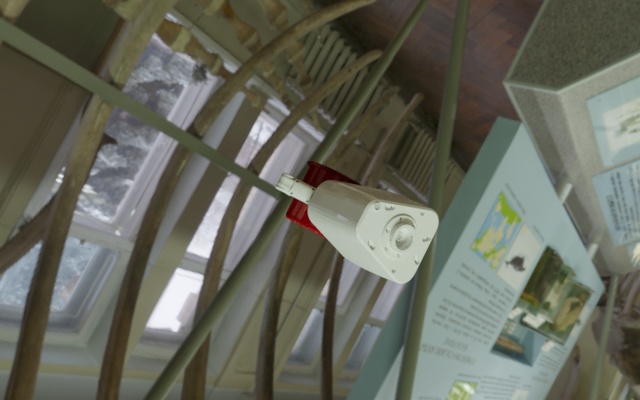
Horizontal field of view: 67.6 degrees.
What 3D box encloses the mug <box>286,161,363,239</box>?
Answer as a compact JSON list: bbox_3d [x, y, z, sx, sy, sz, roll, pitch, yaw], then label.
[{"bbox_3d":[-0.001,0.002,0.651,0.093,0.081,0.117,29,-4,-30],"label":"mug"}]
